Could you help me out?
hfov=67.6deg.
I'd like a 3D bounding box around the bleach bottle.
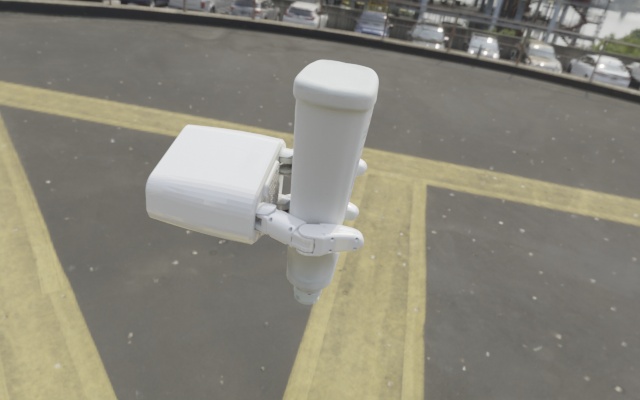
[{"bbox_3d":[0.000,0.001,0.462,0.068,0.251,0.102,12,29,5],"label":"bleach bottle"}]
